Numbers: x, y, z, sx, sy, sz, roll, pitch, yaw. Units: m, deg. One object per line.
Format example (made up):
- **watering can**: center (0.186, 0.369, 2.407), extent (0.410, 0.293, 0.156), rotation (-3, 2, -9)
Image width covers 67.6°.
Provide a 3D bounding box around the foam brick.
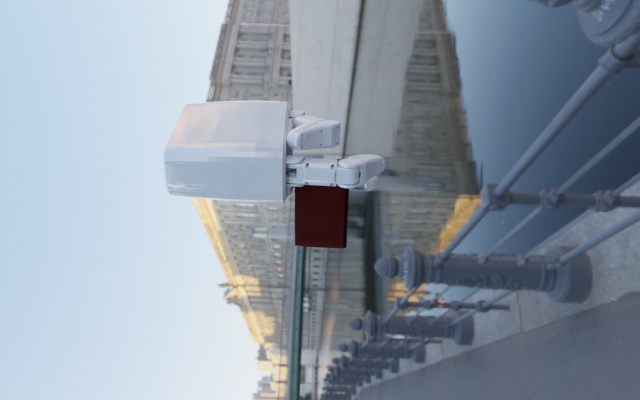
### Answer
- **foam brick**: center (0.000, 0.002, 0.476), extent (0.051, 0.078, 0.053), rotation (0, 21, -2)
